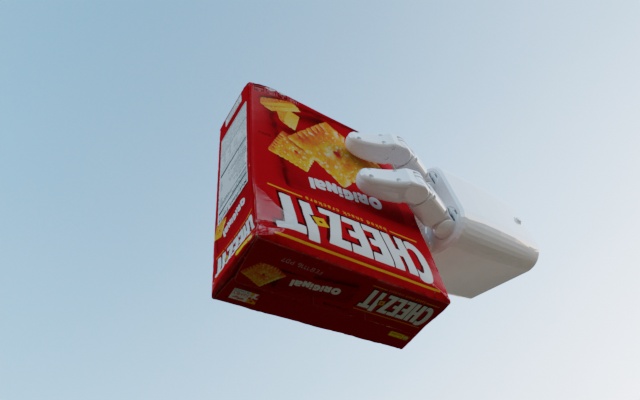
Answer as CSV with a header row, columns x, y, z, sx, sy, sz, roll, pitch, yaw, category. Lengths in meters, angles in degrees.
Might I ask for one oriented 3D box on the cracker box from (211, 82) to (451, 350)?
x,y,z,sx,sy,sz,roll,pitch,yaw,category
0.000,0.001,0.406,0.164,0.072,0.213,21,32,-25,cracker box
